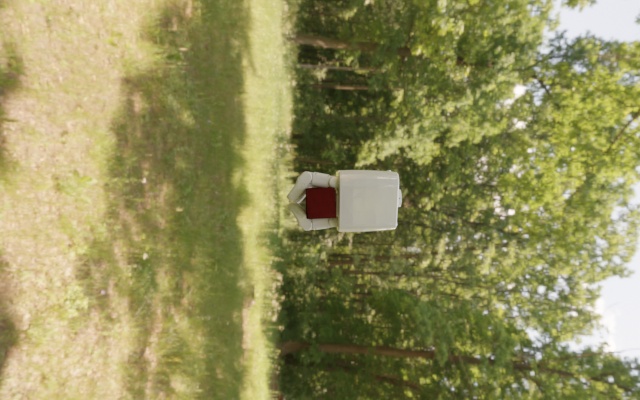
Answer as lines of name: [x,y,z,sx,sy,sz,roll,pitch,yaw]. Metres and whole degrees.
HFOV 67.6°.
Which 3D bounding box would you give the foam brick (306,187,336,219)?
foam brick: [0.000,0.003,0.839,0.051,0.053,0.078,-2,4,-1]
